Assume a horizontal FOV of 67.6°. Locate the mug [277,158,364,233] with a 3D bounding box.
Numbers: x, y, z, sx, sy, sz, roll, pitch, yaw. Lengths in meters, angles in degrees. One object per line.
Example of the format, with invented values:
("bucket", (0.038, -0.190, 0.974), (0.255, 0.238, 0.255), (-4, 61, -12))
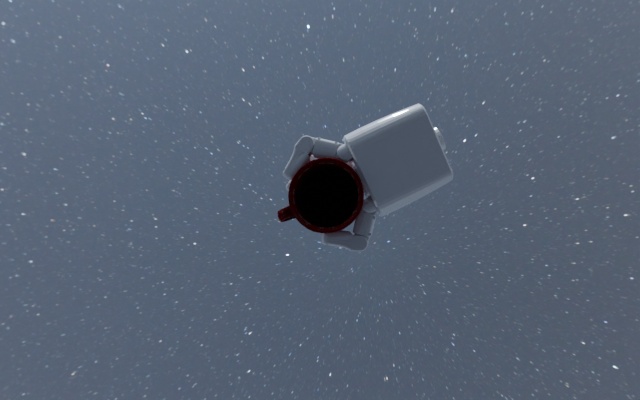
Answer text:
("mug", (-0.001, 0.003, 0.621), (0.117, 0.093, 0.081), (-24, -7, 4))
